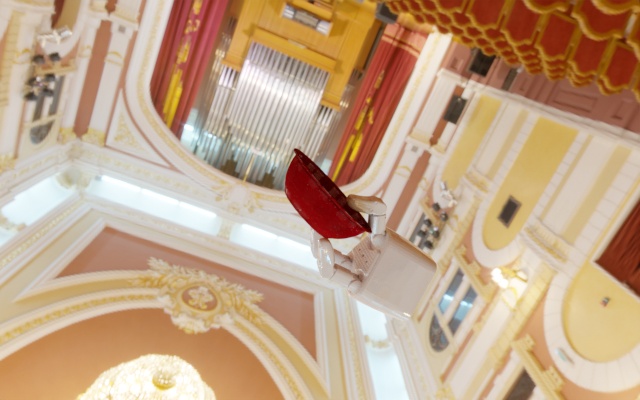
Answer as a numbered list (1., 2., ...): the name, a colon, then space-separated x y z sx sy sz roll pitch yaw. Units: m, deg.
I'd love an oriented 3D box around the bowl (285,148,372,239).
1. bowl: -0.001 0.002 0.678 0.055 0.162 0.162 -42 -7 7
